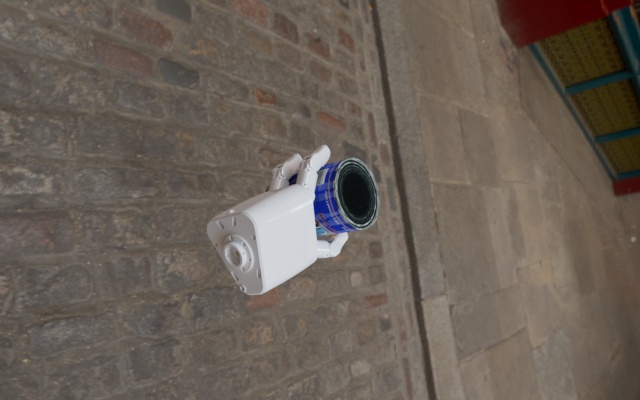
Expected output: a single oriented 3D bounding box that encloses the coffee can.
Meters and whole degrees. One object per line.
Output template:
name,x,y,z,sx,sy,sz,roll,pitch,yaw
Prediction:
coffee can,0.000,0.002,0.703,0.140,0.103,0.103,-13,-8,40
